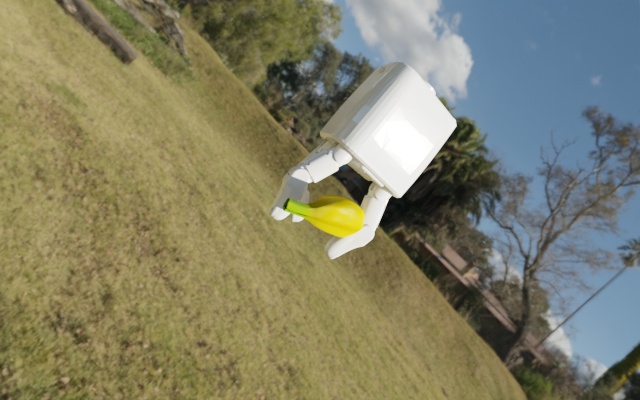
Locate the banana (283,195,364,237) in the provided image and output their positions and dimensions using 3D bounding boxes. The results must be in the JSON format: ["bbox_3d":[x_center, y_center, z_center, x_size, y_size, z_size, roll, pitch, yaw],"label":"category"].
[{"bbox_3d":[0.015,0.011,0.511,0.069,0.037,0.198,31,3,7],"label":"banana"}]
